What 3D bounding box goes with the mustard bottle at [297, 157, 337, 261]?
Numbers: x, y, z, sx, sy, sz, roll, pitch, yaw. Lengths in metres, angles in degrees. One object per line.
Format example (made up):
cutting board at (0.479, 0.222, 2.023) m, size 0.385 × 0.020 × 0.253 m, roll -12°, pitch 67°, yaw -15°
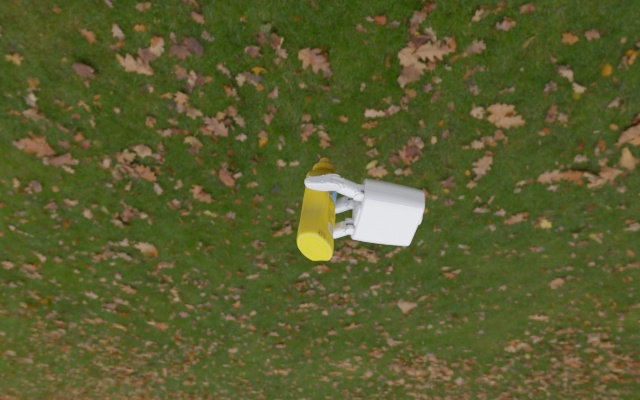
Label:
mustard bottle at (0.000, 0.003, 0.848) m, size 0.058 × 0.191 × 0.096 m, roll -4°, pitch -35°, yaw 16°
